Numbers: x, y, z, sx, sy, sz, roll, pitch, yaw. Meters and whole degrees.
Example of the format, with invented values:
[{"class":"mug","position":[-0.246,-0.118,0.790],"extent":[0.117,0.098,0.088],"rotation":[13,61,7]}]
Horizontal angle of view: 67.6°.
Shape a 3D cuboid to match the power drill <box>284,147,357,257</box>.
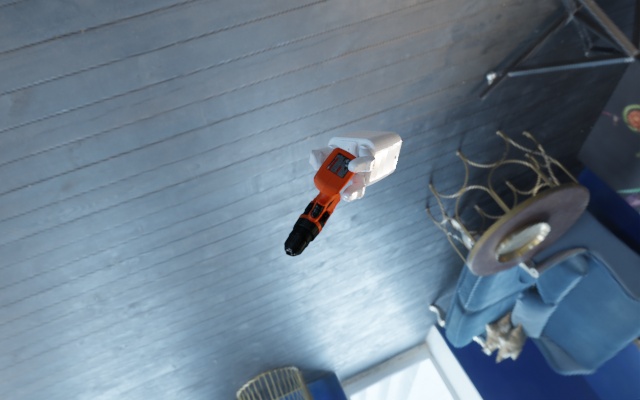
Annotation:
[{"class":"power drill","position":[0.000,0.003,0.898],"extent":[0.057,0.184,0.188],"rotation":[32,-37,3]}]
